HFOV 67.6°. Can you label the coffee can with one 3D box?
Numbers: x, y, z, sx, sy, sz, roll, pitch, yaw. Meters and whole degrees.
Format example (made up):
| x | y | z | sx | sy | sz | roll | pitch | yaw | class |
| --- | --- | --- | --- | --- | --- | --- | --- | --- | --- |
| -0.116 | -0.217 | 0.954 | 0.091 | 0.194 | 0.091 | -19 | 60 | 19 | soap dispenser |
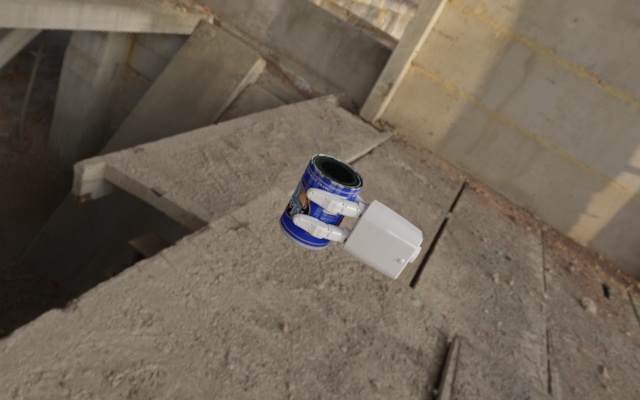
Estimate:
| x | y | z | sx | sy | sz | roll | pitch | yaw | class |
| --- | --- | --- | --- | --- | --- | --- | --- | --- | --- |
| 0.000 | 0.003 | 0.851 | 0.103 | 0.140 | 0.102 | 23 | 27 | -12 | coffee can |
